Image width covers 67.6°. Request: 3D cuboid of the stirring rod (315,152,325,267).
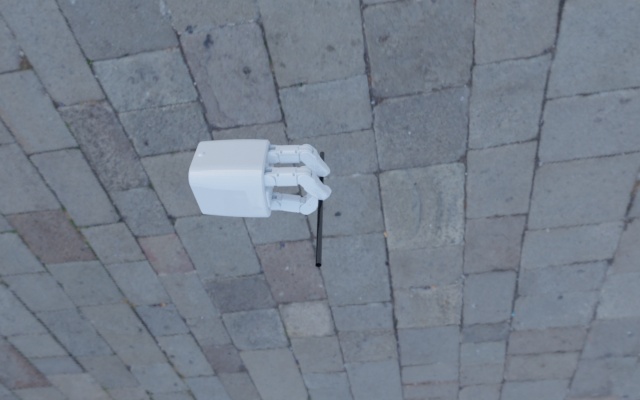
[{"bbox_3d":[0.000,0.002,0.692,0.011,0.011,0.239,0,41,2],"label":"stirring rod"}]
